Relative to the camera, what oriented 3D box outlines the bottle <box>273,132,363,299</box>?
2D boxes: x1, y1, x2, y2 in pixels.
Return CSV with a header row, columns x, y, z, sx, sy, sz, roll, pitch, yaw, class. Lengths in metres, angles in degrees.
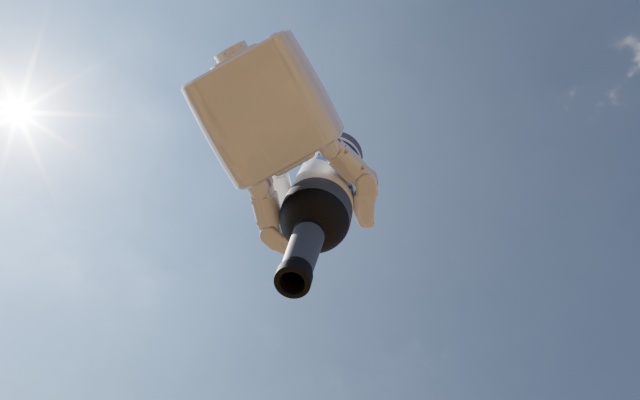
x,y,z,sx,sy,sz,roll,pitch,yaw,class
0.000,0.002,0.475,0.069,0.069,0.295,0,23,9,bottle
